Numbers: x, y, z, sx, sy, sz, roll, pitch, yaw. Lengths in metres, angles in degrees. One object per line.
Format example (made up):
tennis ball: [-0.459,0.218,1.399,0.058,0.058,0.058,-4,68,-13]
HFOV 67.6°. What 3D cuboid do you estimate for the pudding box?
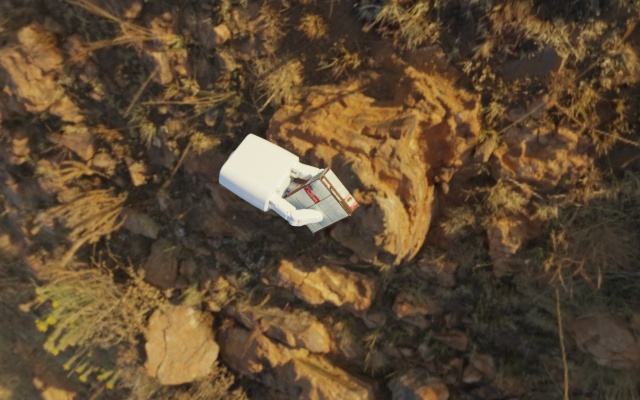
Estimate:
pudding box: [0.000,0.003,0.870,0.113,0.090,0.039,-28,16,47]
